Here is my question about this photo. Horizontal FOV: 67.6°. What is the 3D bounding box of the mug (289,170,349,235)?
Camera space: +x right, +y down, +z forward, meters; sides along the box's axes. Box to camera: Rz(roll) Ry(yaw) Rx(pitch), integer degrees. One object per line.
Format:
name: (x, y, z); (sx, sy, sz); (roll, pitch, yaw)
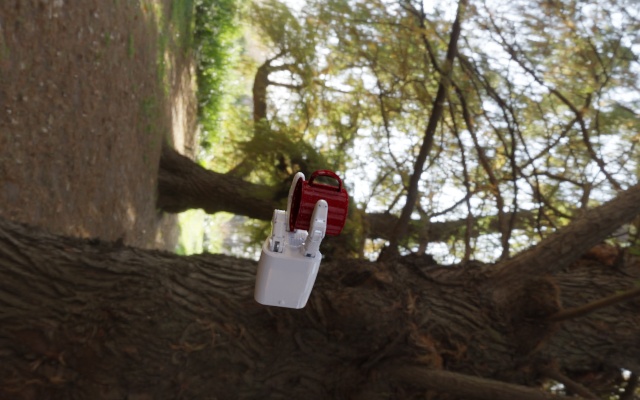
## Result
mug: (0.001, 0.001, 0.792); (0.081, 0.117, 0.093); (10, 27, -12)
